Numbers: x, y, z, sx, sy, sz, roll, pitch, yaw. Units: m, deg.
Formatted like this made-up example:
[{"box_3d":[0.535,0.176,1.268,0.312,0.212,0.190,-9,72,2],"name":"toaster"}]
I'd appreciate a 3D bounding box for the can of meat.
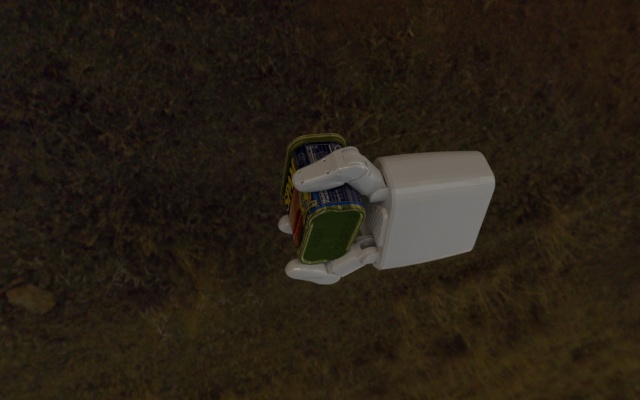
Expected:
[{"box_3d":[0.000,0.002,0.456,0.057,0.084,0.102,-6,-33,-16],"name":"can of meat"}]
